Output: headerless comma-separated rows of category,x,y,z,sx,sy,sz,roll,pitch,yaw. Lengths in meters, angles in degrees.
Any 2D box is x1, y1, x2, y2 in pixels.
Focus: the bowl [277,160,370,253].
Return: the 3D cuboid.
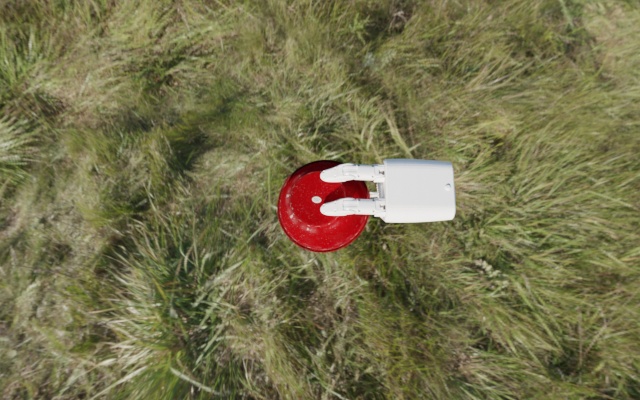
bowl,-0.001,0.003,0.786,0.162,0.162,0.055,0,-13,11
